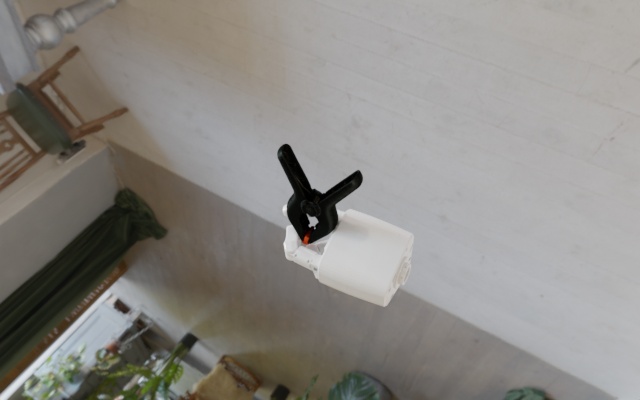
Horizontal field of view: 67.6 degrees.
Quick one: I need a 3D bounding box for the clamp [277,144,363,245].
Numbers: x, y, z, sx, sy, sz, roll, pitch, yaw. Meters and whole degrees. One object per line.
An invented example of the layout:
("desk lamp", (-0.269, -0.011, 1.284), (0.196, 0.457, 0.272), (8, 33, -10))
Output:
("clamp", (0.000, 0.003, 0.676), (0.120, 0.172, 0.039), (20, 49, 21))
